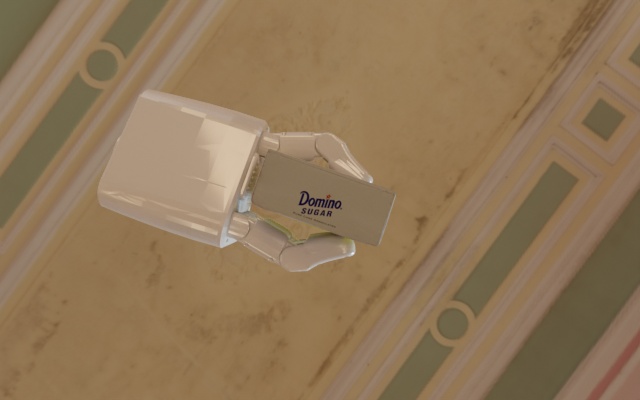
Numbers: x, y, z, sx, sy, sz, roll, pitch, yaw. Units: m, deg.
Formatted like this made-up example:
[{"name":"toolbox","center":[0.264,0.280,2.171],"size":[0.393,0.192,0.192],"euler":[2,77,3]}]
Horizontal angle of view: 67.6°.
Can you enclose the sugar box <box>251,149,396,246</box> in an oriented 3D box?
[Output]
[{"name":"sugar box","center":[0.000,0.002,0.400],"size":[0.093,0.048,0.176],"euler":[19,0,0]}]
